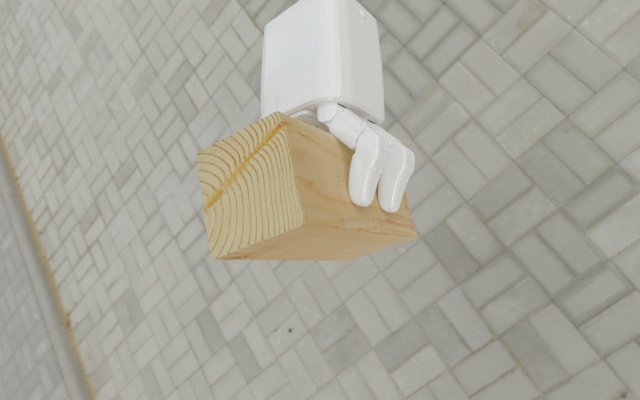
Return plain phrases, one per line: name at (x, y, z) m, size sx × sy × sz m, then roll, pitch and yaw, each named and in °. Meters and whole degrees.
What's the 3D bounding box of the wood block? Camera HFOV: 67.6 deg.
wood block at (0.000, 0.001, 0.435) m, size 0.091 × 0.090 × 0.206 m, roll -21°, pitch -17°, yaw 29°
